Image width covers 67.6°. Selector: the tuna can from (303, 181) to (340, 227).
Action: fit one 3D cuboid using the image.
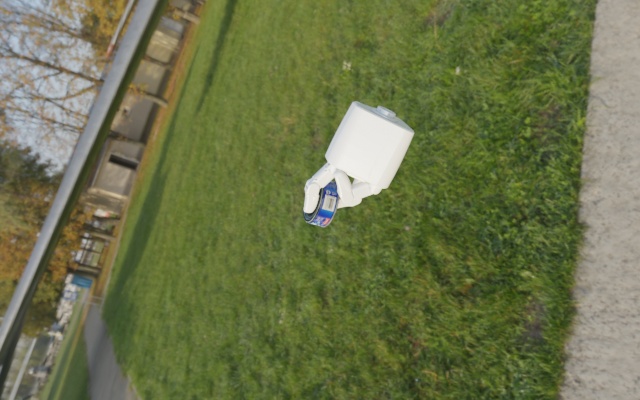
[{"bbox_3d":[0.000,0.003,0.858,0.034,0.086,0.086,15,-6,-21],"label":"tuna can"}]
